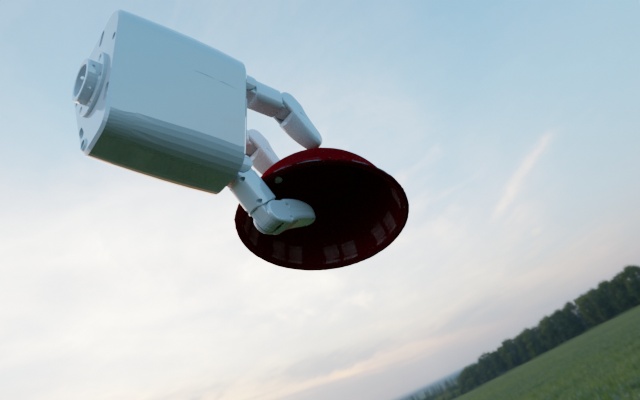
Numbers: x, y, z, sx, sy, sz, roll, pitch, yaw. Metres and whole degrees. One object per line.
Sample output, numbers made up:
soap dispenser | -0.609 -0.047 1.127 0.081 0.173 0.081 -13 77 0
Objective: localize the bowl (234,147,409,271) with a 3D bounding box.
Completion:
bowl | 0.001 0.002 0.460 0.162 0.055 0.162 -4 -42 -3
